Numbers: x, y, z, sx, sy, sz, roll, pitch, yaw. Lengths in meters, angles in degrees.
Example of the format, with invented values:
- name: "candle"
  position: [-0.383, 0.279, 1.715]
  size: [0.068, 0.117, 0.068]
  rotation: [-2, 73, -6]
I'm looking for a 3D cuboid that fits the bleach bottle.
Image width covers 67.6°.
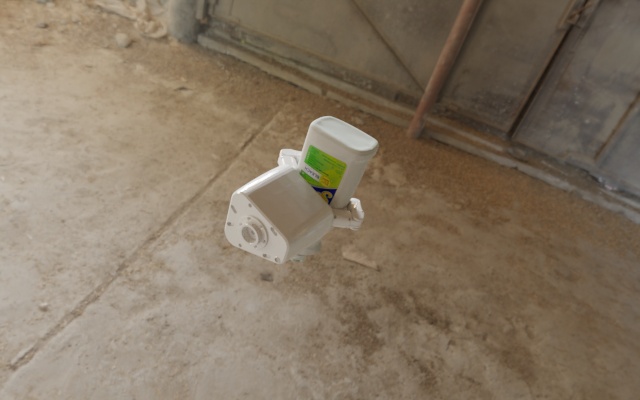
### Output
- name: "bleach bottle"
  position: [0.000, 0.002, 0.739]
  size: [0.102, 0.251, 0.068]
  rotation: [32, 36, 19]
